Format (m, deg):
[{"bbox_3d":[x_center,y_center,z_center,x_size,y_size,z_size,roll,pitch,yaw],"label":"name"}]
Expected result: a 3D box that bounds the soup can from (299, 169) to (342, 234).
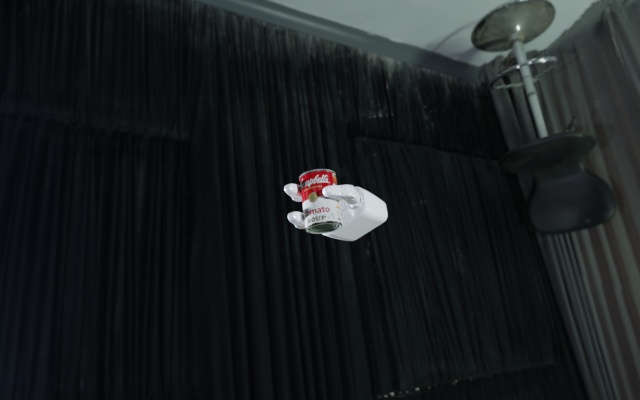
[{"bbox_3d":[0.000,0.003,0.865,0.068,0.102,0.068,-6,-19,-2],"label":"soup can"}]
